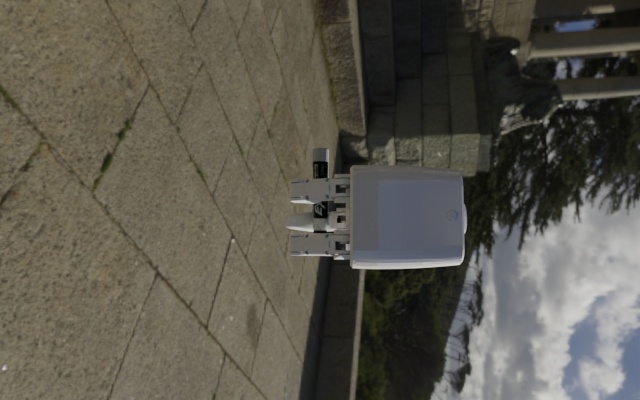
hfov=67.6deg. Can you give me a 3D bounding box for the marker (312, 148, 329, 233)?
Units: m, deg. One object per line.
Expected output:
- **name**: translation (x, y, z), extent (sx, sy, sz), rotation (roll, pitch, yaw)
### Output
- **marker**: translation (0.000, 0.002, 0.537), extent (0.020, 0.121, 0.020), rotation (0, -5, 0)
